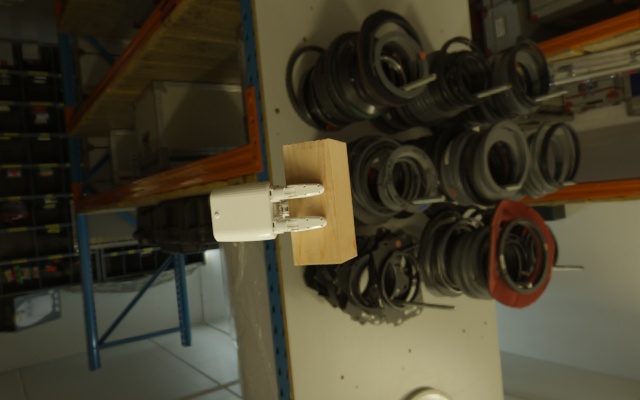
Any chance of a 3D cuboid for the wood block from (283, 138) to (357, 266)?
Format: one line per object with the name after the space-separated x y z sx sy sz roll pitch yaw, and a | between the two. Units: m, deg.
0.000 0.003 0.837 0.090 0.206 0.091 -6 0 21 | wood block
